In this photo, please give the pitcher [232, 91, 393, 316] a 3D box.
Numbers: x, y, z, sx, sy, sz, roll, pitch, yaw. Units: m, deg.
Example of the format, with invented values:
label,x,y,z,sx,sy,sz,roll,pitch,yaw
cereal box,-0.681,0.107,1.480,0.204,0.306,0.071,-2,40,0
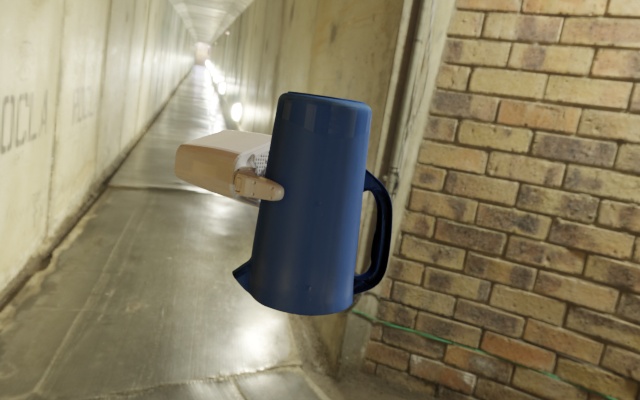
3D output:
label,x,y,z,sx,sy,sz,roll,pitch,yaw
pitcher,0.000,0.002,0.566,0.145,0.243,0.149,15,13,31
